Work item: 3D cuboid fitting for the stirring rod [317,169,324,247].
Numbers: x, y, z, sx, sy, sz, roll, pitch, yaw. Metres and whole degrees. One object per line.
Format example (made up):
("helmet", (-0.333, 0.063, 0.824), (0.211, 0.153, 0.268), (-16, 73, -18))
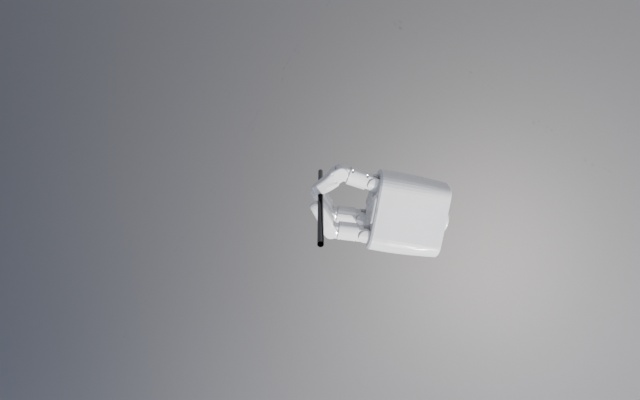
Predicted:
("stirring rod", (0.000, 0.002, 0.672), (0.011, 0.011, 0.239), (0, 24, 0))
